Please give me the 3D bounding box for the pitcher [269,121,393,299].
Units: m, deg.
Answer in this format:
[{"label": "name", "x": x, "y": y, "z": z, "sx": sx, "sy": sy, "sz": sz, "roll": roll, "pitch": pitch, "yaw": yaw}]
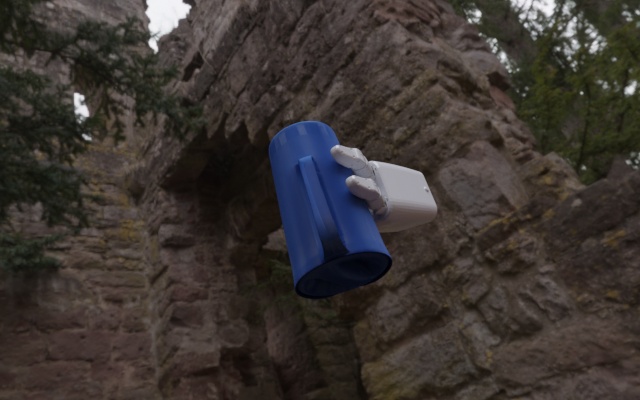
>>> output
[{"label": "pitcher", "x": 0.000, "y": 0.002, "z": 0.674, "sx": 0.145, "sy": 0.242, "sz": 0.149, "roll": 7, "pitch": -38, "yaw": -36}]
